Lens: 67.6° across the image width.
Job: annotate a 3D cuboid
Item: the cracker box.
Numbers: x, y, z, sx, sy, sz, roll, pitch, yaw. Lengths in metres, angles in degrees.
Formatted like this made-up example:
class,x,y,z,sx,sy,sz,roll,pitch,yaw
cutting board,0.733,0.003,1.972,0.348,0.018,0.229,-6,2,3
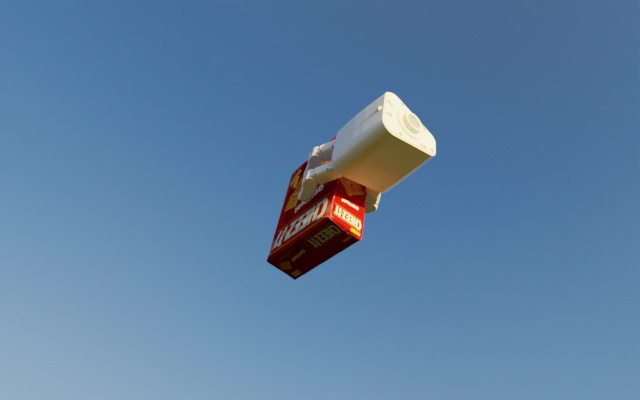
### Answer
class,x,y,z,sx,sy,sz,roll,pitch,yaw
cracker box,0.000,0.003,0.800,0.072,0.213,0.164,35,-49,-21
